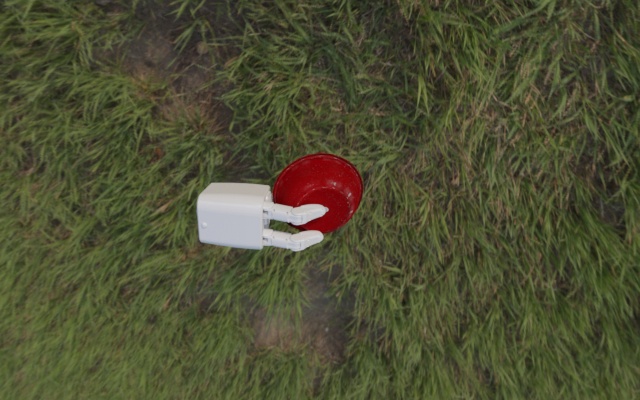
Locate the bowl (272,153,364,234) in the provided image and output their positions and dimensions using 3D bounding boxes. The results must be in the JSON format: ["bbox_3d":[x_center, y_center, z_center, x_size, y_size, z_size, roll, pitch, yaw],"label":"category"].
[{"bbox_3d":[0.002,0.003,0.814,0.162,0.162,0.055,0,33,-11],"label":"bowl"}]
